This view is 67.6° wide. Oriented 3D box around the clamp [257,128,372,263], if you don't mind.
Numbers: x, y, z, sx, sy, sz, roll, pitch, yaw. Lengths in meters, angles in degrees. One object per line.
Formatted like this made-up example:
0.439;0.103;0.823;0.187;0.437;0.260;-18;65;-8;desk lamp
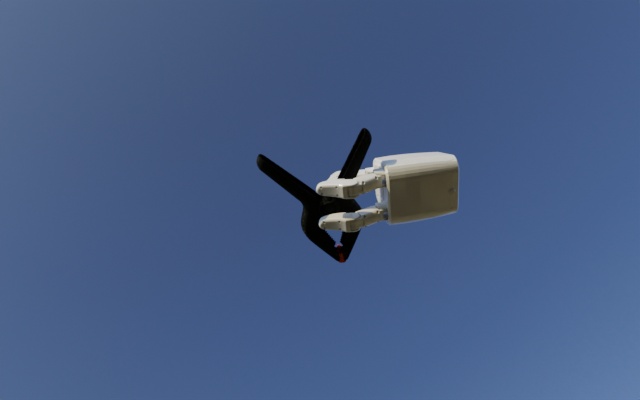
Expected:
0.000;0.002;0.710;0.164;0.210;0.036;-7;27;0;clamp
